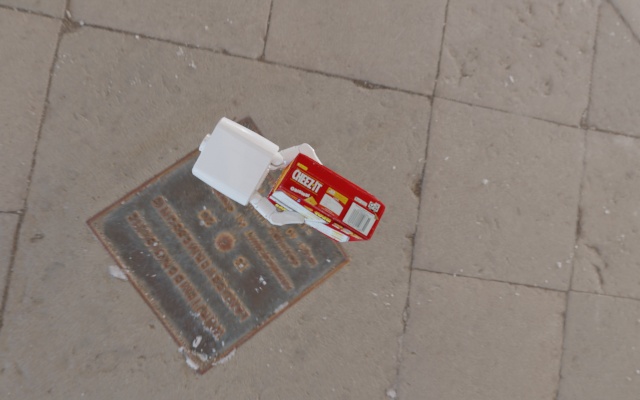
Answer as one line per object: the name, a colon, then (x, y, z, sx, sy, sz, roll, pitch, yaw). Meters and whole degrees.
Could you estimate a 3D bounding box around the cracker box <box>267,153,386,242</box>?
cracker box: (0.000, 0.003, 0.827, 0.164, 0.072, 0.214, 31, -10, -8)
